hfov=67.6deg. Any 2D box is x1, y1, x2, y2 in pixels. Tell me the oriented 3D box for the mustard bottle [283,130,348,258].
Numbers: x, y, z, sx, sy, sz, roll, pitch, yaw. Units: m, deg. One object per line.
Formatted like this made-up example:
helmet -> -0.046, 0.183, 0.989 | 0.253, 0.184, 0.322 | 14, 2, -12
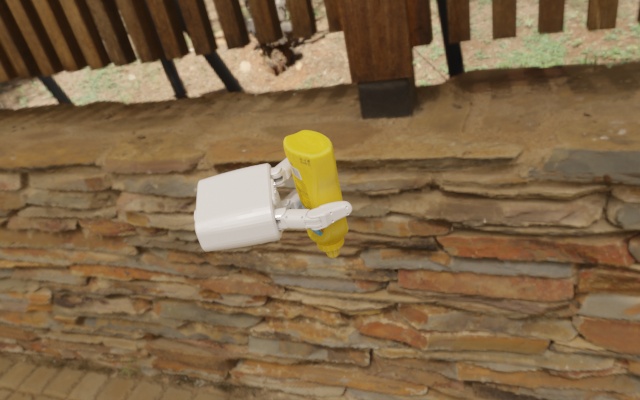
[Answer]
mustard bottle -> 0.000, 0.002, 0.678 | 0.058, 0.192, 0.096 | -24, 32, -18
